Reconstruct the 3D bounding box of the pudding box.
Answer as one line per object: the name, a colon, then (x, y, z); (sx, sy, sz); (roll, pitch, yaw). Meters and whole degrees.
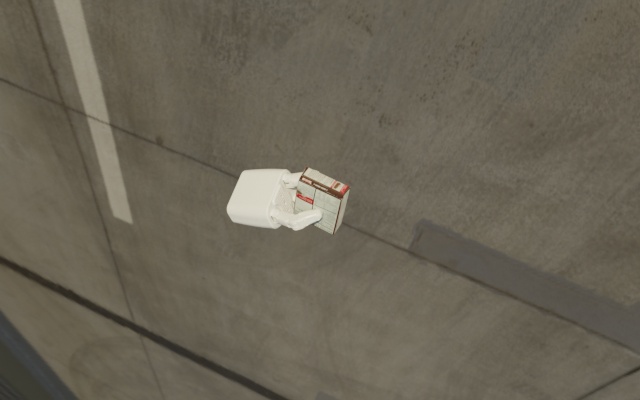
pudding box: (0.000, 0.003, 0.873); (0.090, 0.039, 0.114); (25, -36, 11)
